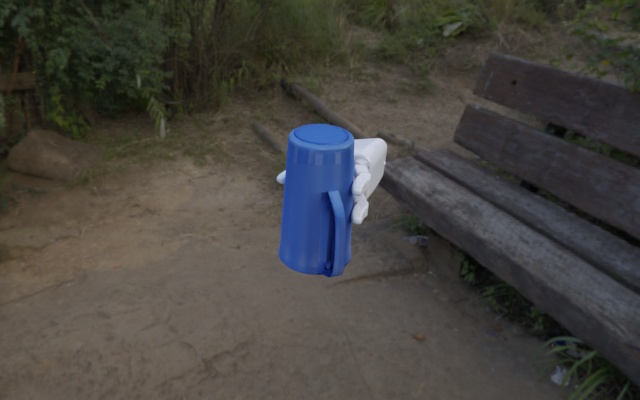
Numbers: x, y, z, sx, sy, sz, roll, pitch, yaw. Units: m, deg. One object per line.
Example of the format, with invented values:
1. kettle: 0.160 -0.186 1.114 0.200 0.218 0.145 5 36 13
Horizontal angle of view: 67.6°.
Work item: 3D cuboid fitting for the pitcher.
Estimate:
1. pitcher: 0.000 0.003 0.820 0.149 0.243 0.145 15 31 20
